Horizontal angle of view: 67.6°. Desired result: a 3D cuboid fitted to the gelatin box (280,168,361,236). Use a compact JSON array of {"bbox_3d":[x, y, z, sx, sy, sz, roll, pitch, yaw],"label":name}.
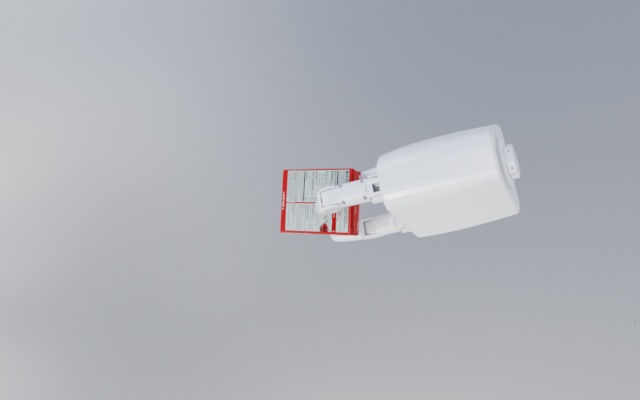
[{"bbox_3d":[0.000,0.002,0.538,0.089,0.073,0.030,0,-4,24],"label":"gelatin box"}]
